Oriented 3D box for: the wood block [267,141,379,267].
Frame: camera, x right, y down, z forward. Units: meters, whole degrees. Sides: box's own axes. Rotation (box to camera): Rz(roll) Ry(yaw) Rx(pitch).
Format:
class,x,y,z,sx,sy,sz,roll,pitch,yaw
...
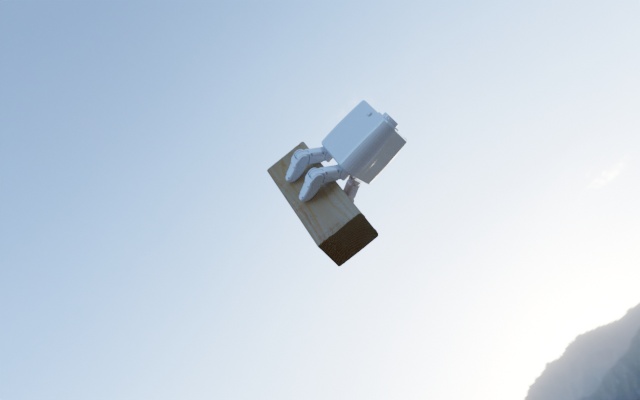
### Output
class,x,y,z,sx,sy,sz,roll,pitch,yaw
wood block,0.001,0.003,0.841,0.206,0.090,0.091,54,4,40
